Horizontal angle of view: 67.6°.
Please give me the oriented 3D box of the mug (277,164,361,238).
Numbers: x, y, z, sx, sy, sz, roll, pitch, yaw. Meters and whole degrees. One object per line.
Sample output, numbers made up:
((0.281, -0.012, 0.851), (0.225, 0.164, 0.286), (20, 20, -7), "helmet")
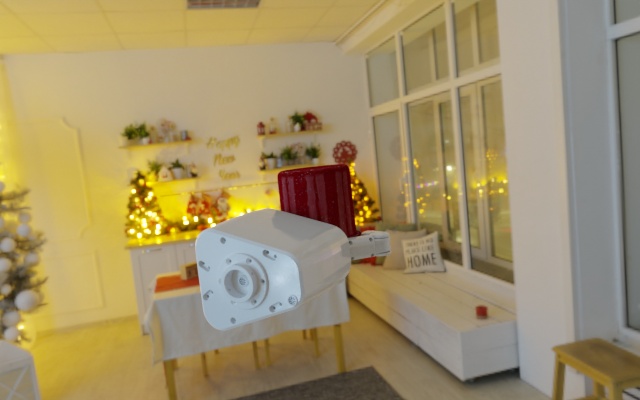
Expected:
((0.001, 0.001, 0.548), (0.093, 0.081, 0.117), (-4, 6, 22), "mug")
